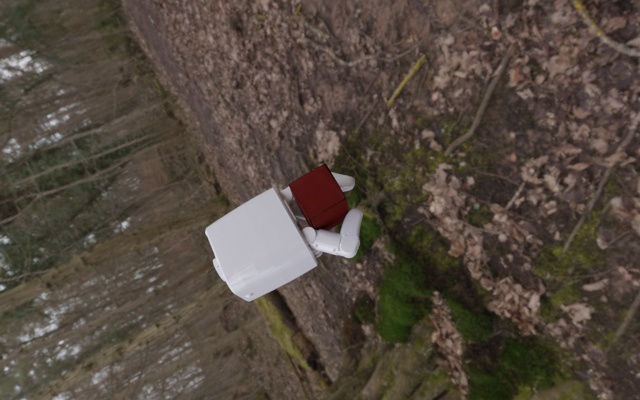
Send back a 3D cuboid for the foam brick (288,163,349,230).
[{"bbox_3d":[0.000,0.002,0.581,0.051,0.053,0.078,-29,-21,-4],"label":"foam brick"}]
